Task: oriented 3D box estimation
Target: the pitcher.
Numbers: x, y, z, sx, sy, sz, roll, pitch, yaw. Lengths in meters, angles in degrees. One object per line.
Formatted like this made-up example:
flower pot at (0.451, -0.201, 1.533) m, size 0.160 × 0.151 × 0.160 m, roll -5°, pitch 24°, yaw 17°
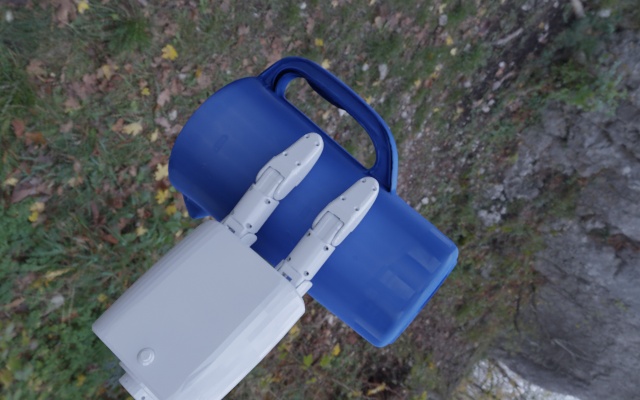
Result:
pitcher at (0.000, 0.002, 0.420) m, size 0.145 × 0.243 × 0.149 m, roll -43°, pitch -16°, yaw -29°
